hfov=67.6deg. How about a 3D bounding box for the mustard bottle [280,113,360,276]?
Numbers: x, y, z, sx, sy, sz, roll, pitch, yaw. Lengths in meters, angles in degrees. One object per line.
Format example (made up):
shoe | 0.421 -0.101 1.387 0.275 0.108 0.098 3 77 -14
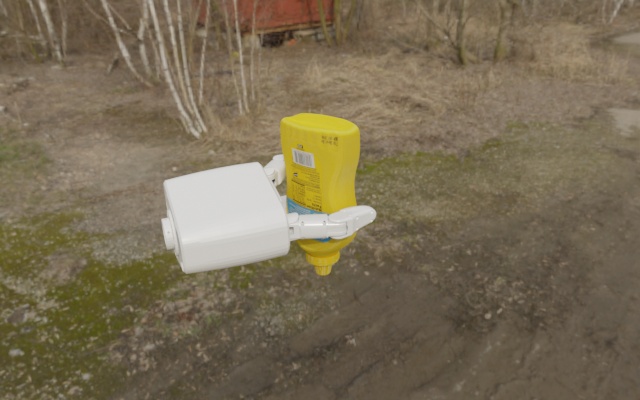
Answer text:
mustard bottle | 0.000 0.001 0.550 0.096 0.192 0.058 20 32 39
